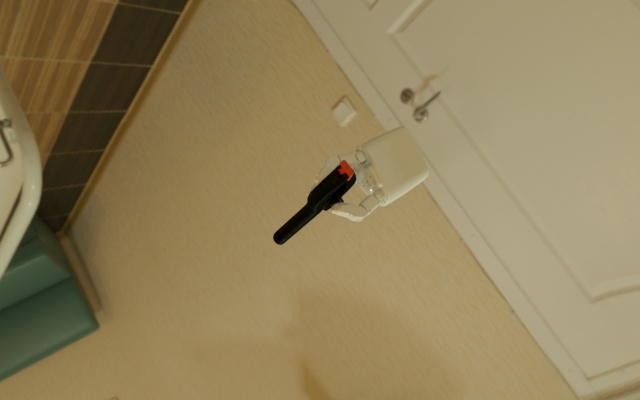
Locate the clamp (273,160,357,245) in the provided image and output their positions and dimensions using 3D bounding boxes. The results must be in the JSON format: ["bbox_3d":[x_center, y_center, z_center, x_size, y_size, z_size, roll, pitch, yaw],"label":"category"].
[{"bbox_3d":[0.001,0.003,0.812,0.164,0.036,0.210,-32,-12,-25],"label":"clamp"}]
